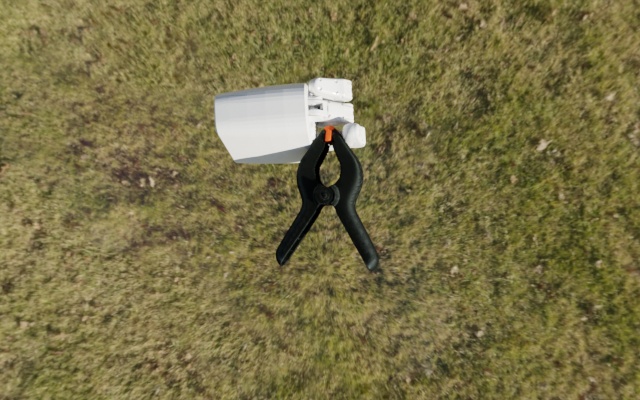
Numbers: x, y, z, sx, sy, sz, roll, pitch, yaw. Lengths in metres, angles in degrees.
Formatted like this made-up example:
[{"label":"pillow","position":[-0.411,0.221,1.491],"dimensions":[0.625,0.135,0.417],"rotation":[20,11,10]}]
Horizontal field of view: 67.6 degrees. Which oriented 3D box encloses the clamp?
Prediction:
[{"label":"clamp","position":[0.000,0.002,0.557],"dimensions":[0.120,0.171,0.039],"rotation":[-7,-8,7]}]
